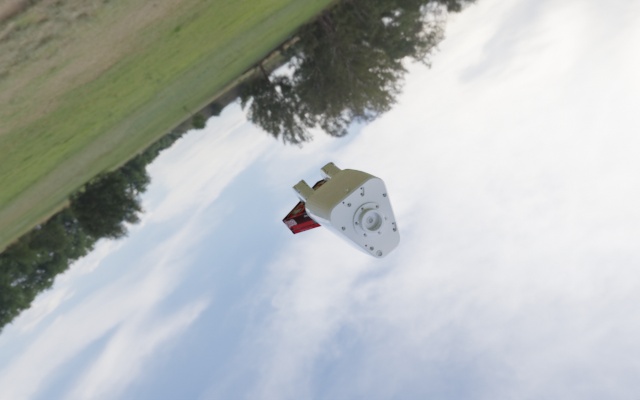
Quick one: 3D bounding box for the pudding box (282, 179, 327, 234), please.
[{"bbox_3d":[0.000,0.003,0.794,0.090,0.039,0.113,-19,22,51],"label":"pudding box"}]
